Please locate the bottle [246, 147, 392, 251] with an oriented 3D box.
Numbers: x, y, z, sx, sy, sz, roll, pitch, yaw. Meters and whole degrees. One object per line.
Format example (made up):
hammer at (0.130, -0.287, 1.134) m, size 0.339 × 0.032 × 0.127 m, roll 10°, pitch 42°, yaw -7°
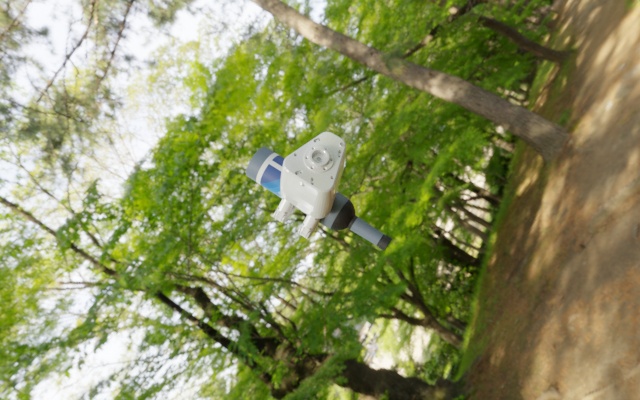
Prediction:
bottle at (0.000, 0.003, 0.888) m, size 0.295 × 0.069 × 0.069 m, roll 32°, pitch 6°, yaw 9°
